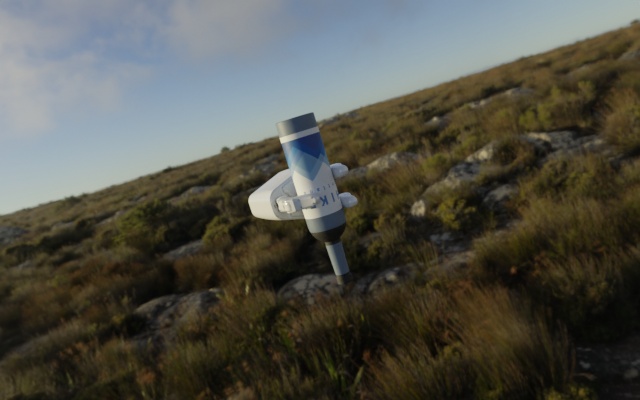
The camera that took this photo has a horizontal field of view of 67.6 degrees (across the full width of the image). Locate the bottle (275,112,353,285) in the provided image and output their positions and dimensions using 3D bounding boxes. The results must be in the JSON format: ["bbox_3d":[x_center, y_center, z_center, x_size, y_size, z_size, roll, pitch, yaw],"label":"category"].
[{"bbox_3d":[0.000,0.002,0.811,0.069,0.296,0.069,-17,9,3],"label":"bottle"}]
